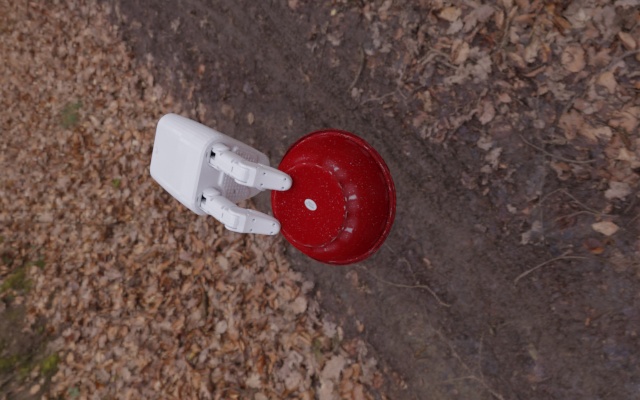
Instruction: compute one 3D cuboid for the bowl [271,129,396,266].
[{"bbox_3d":[0.001,0.002,0.536,0.162,0.162,0.055,0,9,29],"label":"bowl"}]
